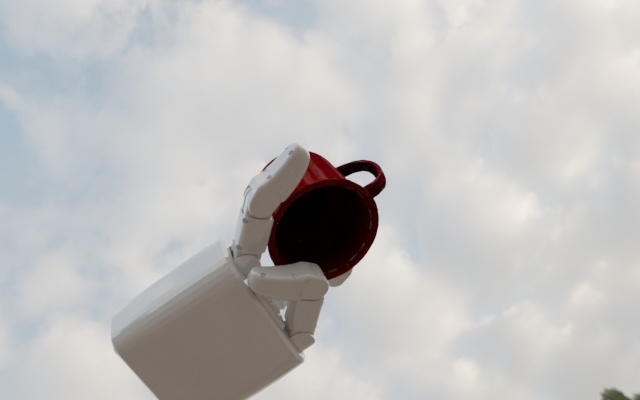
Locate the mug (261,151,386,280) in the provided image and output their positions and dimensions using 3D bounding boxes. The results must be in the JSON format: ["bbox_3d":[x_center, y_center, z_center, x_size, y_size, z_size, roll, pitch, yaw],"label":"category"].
[{"bbox_3d":[0.001,0.000,0.404,0.117,0.093,0.081,-34,34,-3],"label":"mug"}]
